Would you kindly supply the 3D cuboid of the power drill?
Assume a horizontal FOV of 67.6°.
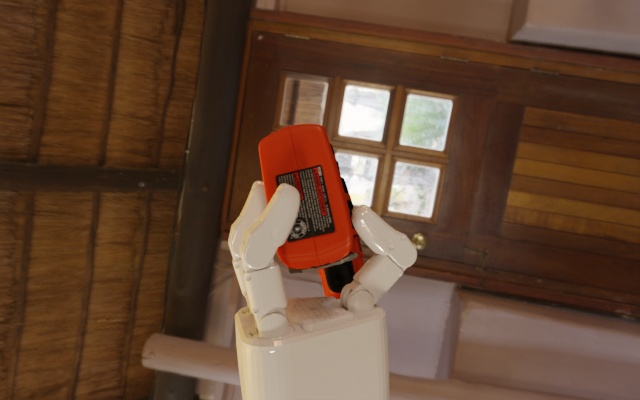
[{"bbox_3d":[0.000,0.002,0.428,0.057,0.184,0.188,-16,-16,7],"label":"power drill"}]
